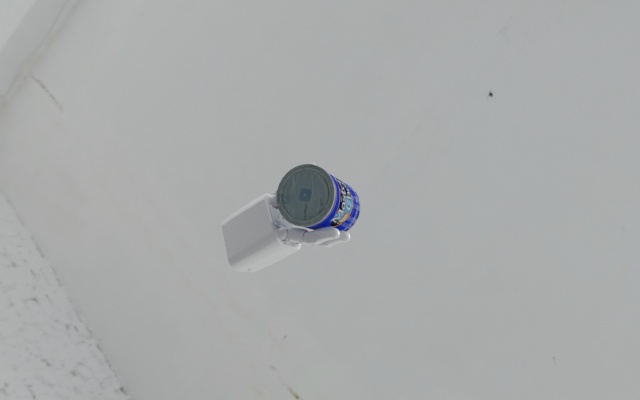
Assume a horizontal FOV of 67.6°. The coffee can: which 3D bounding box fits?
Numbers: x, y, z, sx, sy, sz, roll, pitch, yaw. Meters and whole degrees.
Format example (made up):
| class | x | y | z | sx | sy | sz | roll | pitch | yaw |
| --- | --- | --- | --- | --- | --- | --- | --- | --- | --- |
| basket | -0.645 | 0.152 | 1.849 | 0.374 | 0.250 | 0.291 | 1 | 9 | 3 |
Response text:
| class | x | y | z | sx | sy | sz | roll | pitch | yaw |
| --- | --- | --- | --- | --- | --- | --- | --- | --- | --- |
| coffee can | 0.000 | 0.003 | 0.830 | 0.103 | 0.103 | 0.140 | 0 | -10 | 22 |
